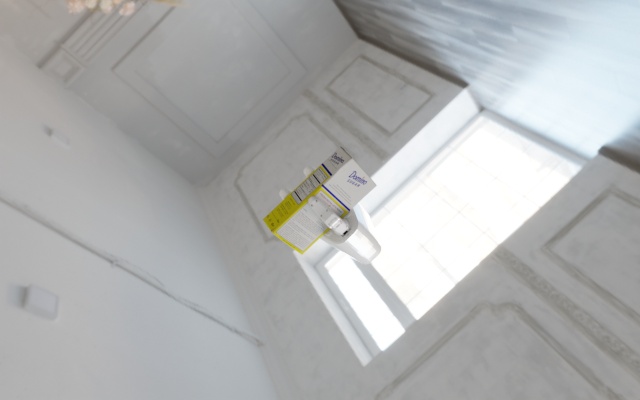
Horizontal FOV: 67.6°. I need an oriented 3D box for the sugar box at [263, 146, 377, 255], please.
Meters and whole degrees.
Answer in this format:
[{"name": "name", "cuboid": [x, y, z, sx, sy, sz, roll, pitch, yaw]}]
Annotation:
[{"name": "sugar box", "cuboid": [0.000, 0.002, 0.790, 0.093, 0.176, 0.048, 42, 5, -46]}]
